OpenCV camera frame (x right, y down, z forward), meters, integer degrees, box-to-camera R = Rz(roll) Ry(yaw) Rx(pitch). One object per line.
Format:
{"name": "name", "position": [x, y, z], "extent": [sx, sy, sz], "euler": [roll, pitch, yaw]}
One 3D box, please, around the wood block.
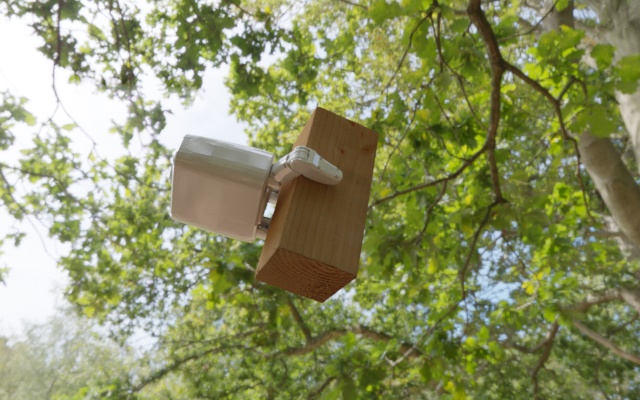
{"name": "wood block", "position": [0.000, 0.001, 0.569], "extent": [0.090, 0.206, 0.091], "euler": [22, -36, -13]}
